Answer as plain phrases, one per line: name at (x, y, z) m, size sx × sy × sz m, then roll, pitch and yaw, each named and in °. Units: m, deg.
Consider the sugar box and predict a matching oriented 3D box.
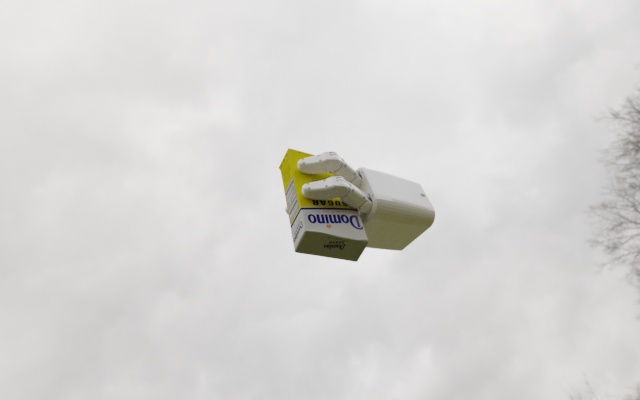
sugar box at (0.000, 0.002, 0.667) m, size 0.093 × 0.048 × 0.176 m, roll 11°, pitch 35°, yaw -23°
